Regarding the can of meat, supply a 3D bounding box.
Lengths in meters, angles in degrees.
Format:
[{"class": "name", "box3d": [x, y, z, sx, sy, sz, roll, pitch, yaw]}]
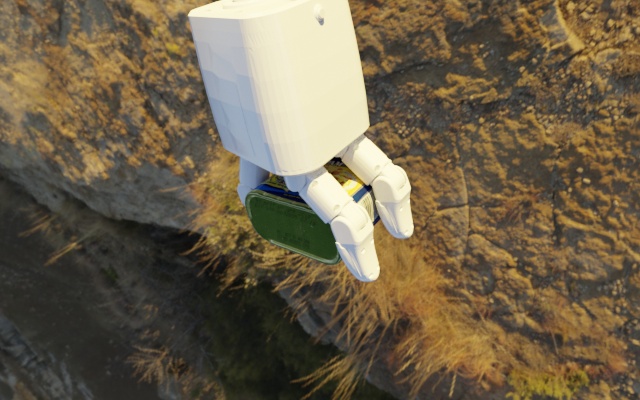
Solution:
[{"class": "can of meat", "box3d": [0.000, 0.002, 0.403, 0.102, 0.057, 0.084, 15, 39, 33]}]
